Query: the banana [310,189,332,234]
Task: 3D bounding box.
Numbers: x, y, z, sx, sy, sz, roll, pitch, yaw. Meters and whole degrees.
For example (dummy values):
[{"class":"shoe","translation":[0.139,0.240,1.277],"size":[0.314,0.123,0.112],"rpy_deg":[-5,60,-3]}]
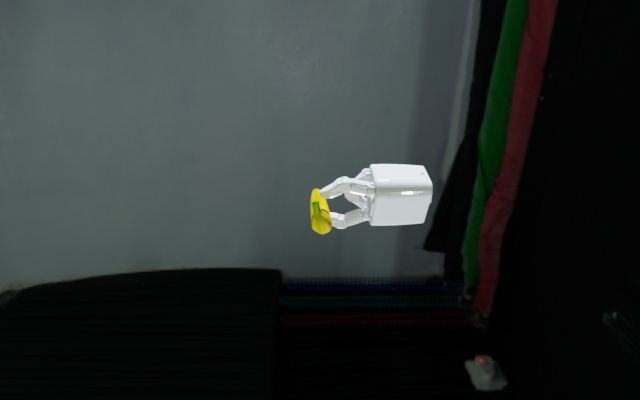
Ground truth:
[{"class":"banana","translation":[0.000,0.022,0.872],"size":[0.037,0.069,0.198],"rpy_deg":[-1,7,-2]}]
